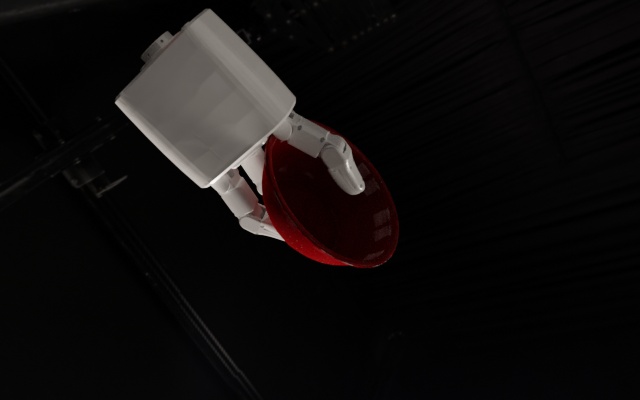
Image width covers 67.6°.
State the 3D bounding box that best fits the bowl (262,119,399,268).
[{"bbox_3d":[0.001,0.003,0.460,0.162,0.162,0.055,0,-31,-46],"label":"bowl"}]
